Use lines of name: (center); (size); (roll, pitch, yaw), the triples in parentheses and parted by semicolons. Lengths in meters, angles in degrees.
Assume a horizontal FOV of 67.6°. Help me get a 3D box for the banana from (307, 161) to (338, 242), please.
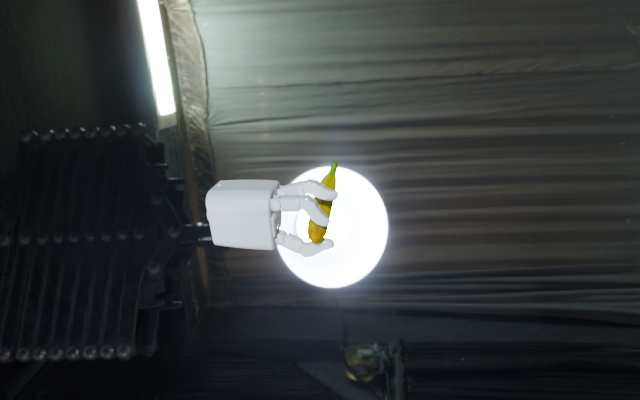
banana: (0.001, 0.014, 0.843); (0.037, 0.070, 0.197); (6, 43, 6)
